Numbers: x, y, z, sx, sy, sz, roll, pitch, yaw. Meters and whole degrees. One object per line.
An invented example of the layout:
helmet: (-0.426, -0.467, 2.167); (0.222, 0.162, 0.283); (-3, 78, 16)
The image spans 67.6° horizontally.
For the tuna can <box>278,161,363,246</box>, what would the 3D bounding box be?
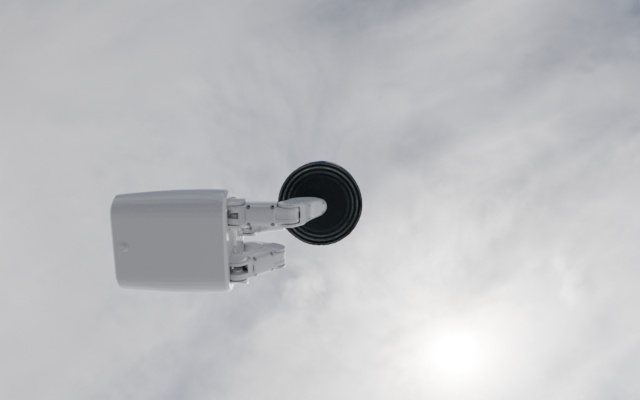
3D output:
tuna can: (0.000, 0.002, 0.498); (0.086, 0.086, 0.033); (0, 9, 2)
